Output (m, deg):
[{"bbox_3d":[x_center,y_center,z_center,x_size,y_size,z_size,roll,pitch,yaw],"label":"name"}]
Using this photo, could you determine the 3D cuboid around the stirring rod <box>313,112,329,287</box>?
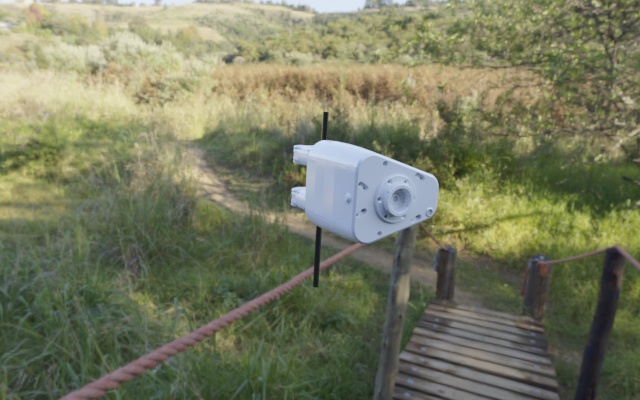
[{"bbox_3d":[0.000,0.002,0.646,0.011,0.239,0.011,3,11,-1],"label":"stirring rod"}]
